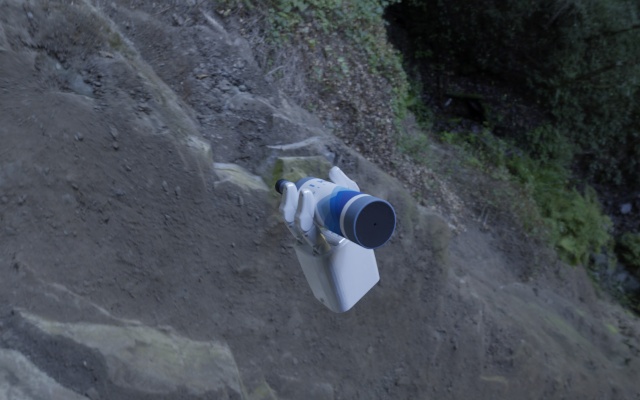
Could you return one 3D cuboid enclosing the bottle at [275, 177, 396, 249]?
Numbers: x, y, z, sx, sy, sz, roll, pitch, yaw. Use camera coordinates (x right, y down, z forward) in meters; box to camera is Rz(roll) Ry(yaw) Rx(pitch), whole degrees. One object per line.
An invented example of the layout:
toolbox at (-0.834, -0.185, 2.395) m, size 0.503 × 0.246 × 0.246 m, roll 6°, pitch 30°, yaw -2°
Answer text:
bottle at (0.000, 0.002, 0.735) m, size 0.069 × 0.069 × 0.295 m, roll 0°, pitch 11°, yaw -29°
